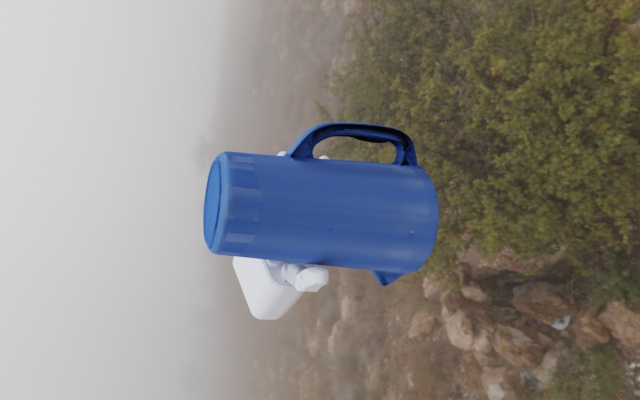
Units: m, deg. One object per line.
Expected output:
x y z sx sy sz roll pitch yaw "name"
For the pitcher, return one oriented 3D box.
0.000 0.002 0.537 0.243 0.149 0.145 6 -36 -22 "pitcher"
